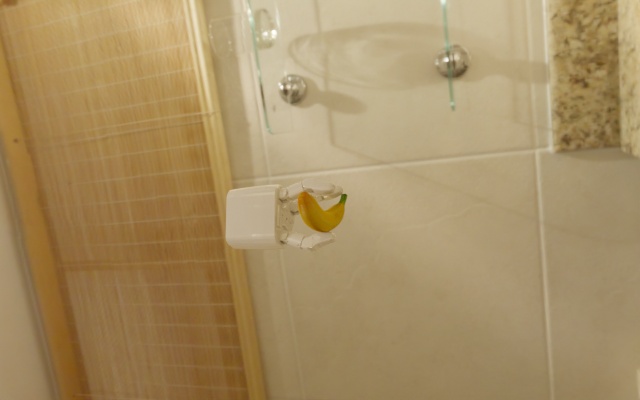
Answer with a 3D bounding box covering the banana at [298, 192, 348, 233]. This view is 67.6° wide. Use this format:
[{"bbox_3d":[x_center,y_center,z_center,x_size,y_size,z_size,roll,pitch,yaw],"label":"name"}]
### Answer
[{"bbox_3d":[0.002,0.021,0.820,0.037,0.069,0.198,-2,-1,21],"label":"banana"}]
